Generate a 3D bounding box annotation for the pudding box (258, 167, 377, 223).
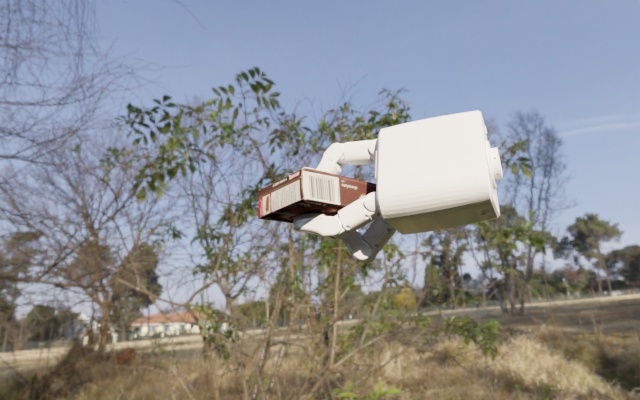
[{"bbox_3d":[0.000,0.002,0.534,0.113,0.039,0.090,12,-22,-35],"label":"pudding box"}]
